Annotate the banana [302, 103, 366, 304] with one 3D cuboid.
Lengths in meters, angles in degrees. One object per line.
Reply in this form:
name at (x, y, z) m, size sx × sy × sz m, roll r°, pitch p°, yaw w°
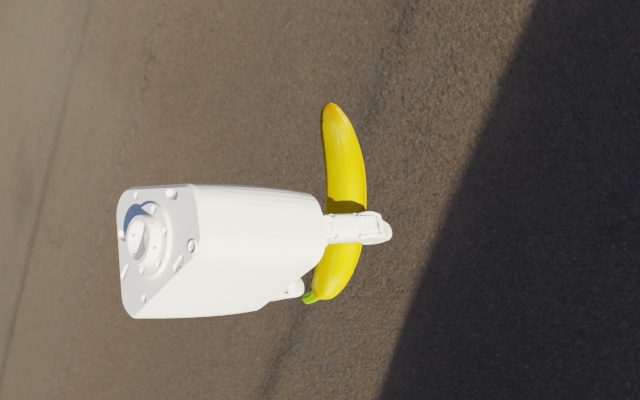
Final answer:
banana at (0.013, 0.007, 0.440) m, size 0.069 × 0.198 × 0.037 m, roll 10°, pitch 4°, yaw 43°
